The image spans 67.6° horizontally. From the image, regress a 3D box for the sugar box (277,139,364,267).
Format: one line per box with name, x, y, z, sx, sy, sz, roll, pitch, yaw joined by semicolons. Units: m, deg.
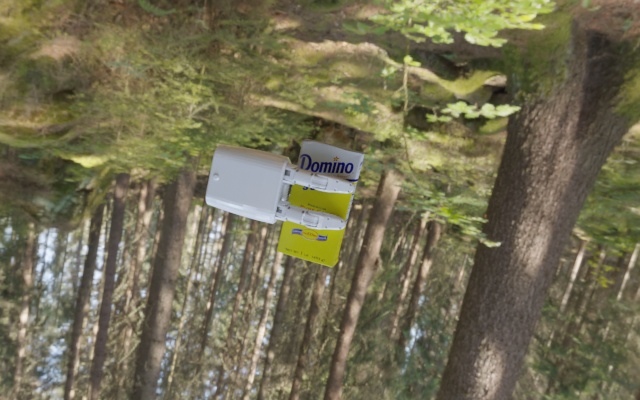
sugar box;0.000;0.002;0.721;0.093;0.176;0.048;14;10;8
